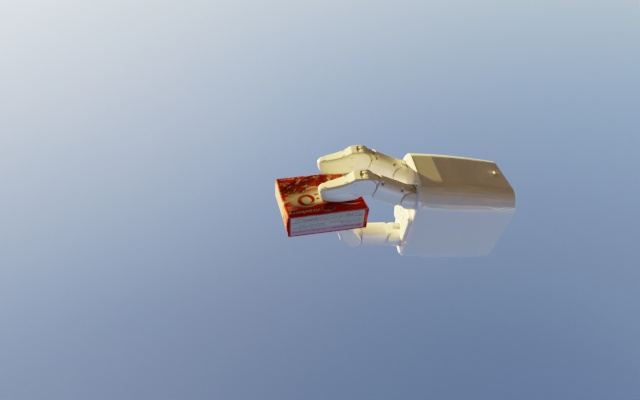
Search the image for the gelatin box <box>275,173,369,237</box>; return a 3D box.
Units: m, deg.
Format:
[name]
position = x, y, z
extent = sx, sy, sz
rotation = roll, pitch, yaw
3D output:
[gelatin box]
position = 0.000, 0.002, 0.523
extent = 0.089, 0.030, 0.073
rotation = -7, 38, -12
